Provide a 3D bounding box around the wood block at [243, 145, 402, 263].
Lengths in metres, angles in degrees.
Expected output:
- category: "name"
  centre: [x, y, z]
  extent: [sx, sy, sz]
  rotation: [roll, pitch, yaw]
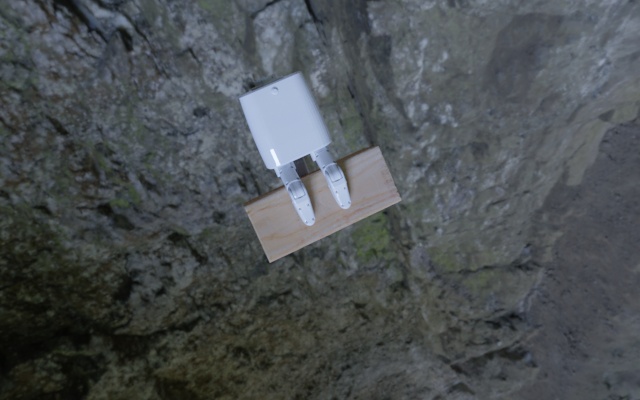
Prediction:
- category: "wood block"
  centre: [0.000, 0.002, 0.706]
  extent: [0.206, 0.090, 0.091]
  rotation: [-25, 5, -6]
